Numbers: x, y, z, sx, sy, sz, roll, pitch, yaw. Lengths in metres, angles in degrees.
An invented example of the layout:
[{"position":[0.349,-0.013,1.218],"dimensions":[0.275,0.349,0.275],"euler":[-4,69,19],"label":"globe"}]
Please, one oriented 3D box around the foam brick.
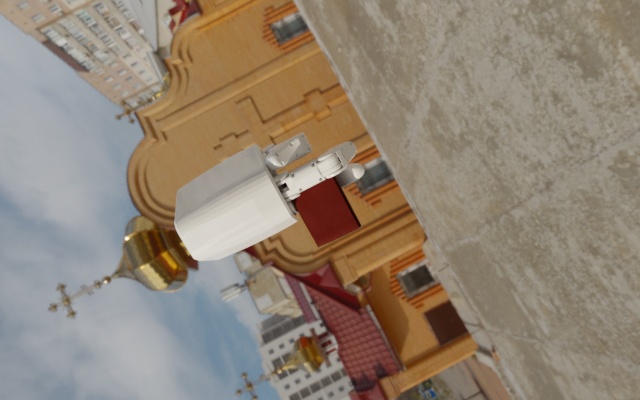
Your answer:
[{"position":[0.000,0.002,0.513],"dimensions":[0.051,0.078,0.053],"euler":[-29,10,-2],"label":"foam brick"}]
